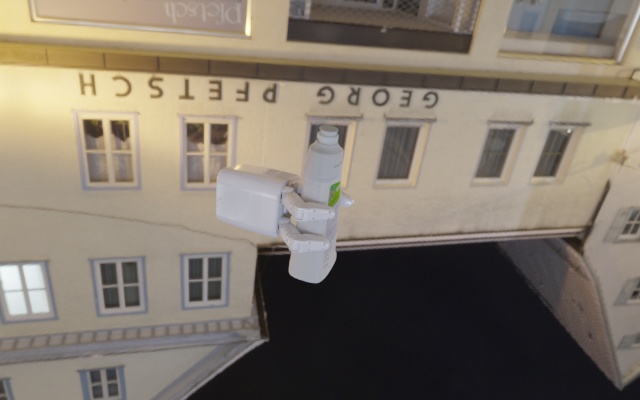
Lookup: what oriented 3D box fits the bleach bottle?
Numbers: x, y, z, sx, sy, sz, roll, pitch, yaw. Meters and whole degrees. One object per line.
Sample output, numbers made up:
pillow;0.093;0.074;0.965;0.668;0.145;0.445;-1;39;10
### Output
bleach bottle;0.000;0.003;0.753;0.068;0.251;0.102;15;29;13
